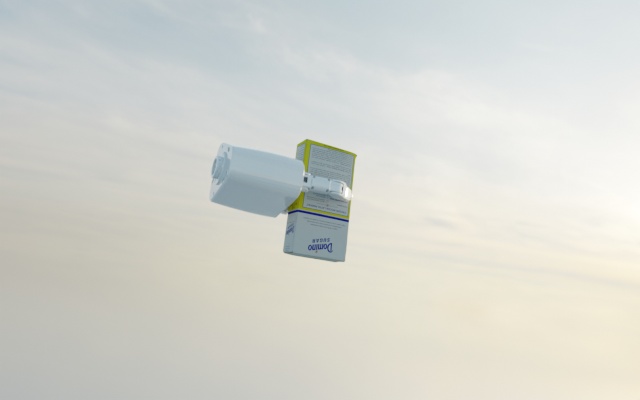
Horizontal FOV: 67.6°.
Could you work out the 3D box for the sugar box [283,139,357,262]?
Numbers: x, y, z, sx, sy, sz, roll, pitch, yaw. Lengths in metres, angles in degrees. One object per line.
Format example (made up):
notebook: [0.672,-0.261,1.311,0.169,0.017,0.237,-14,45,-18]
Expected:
sugar box: [0.000,0.002,0.742,0.093,0.176,0.048,13,-11,-24]
